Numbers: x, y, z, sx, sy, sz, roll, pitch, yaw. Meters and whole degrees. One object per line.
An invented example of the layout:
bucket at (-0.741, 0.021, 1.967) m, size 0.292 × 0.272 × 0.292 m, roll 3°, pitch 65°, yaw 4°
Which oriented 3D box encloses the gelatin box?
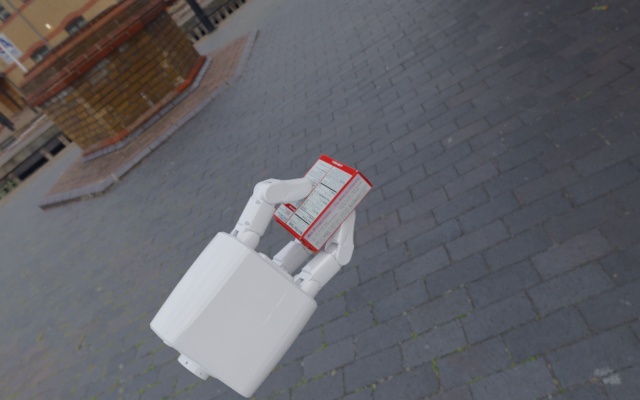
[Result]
gelatin box at (0.000, 0.001, 0.485) m, size 0.030 × 0.089 × 0.073 m, roll 42°, pitch -5°, yaw -32°
